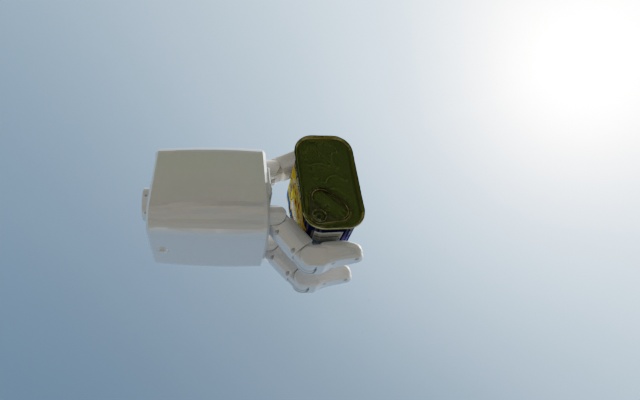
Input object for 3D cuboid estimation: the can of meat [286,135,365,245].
[{"bbox_3d":[0.000,0.002,0.471,0.057,0.102,0.084,-1,-31,-14],"label":"can of meat"}]
